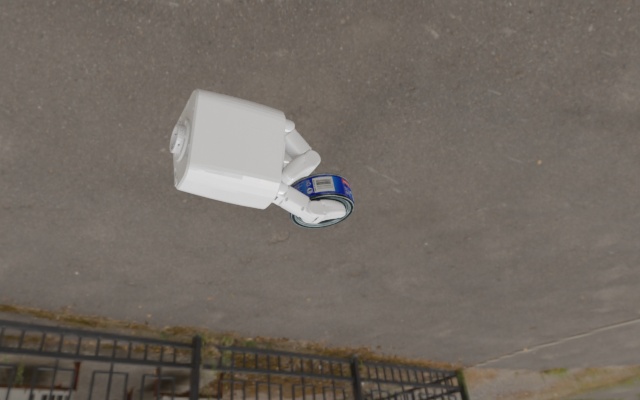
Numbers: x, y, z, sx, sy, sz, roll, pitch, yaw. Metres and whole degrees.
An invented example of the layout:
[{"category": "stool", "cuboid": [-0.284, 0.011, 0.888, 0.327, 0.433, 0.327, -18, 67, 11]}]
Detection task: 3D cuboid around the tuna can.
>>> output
[{"category": "tuna can", "cuboid": [0.000, 0.003, 0.620, 0.086, 0.033, 0.086, -8, -31, -5]}]
